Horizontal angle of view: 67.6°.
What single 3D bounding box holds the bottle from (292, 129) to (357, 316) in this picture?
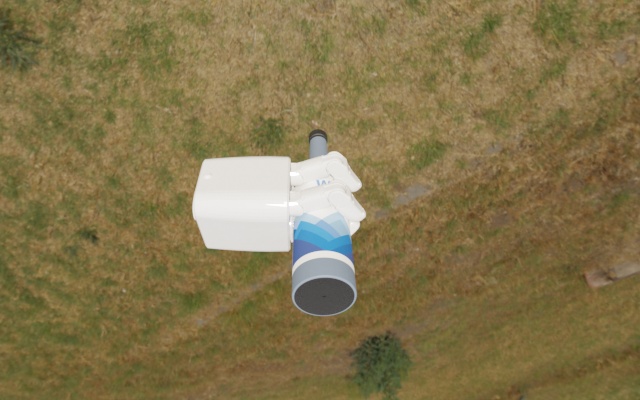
[{"bbox_3d":[0.000,0.002,0.596,0.069,0.069,0.295,0,41,-2],"label":"bottle"}]
